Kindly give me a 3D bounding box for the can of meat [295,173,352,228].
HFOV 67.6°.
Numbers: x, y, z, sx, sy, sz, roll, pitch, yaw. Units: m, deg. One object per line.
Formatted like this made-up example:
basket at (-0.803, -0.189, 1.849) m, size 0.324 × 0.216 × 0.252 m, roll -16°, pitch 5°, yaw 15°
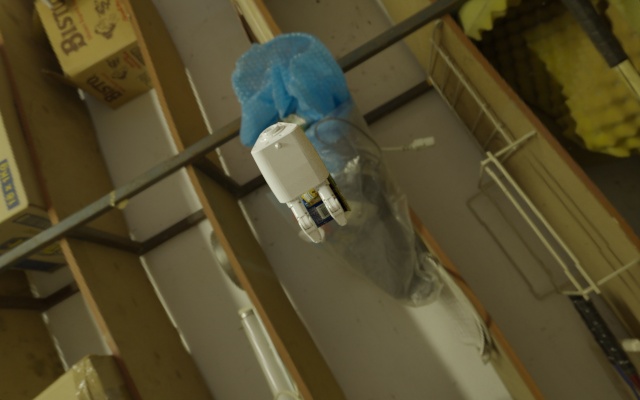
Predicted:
can of meat at (0.000, 0.003, 0.881) m, size 0.084 × 0.057 × 0.102 m, roll -30°, pitch 26°, yaw 2°
